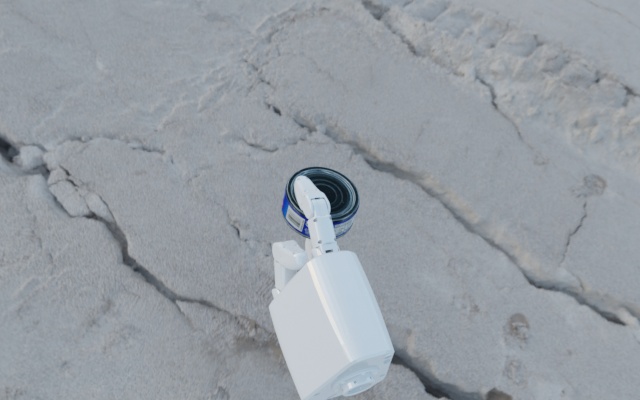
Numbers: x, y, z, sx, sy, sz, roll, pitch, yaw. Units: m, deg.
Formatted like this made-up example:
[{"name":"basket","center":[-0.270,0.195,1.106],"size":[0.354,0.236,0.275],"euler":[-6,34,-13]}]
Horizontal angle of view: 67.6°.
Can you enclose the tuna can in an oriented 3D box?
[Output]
[{"name":"tuna can","center":[0.000,0.001,0.538],"size":[0.086,0.086,0.034],"euler":[0,-41,-15]}]
